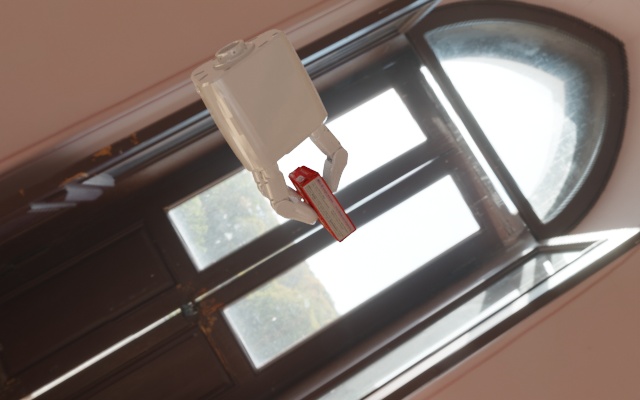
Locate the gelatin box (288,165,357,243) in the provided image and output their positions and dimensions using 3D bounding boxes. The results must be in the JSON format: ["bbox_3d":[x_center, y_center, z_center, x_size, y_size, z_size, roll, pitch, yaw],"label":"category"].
[{"bbox_3d":[0.001,0.002,0.582,0.030,0.089,0.073,-37,19,-5],"label":"gelatin box"}]
